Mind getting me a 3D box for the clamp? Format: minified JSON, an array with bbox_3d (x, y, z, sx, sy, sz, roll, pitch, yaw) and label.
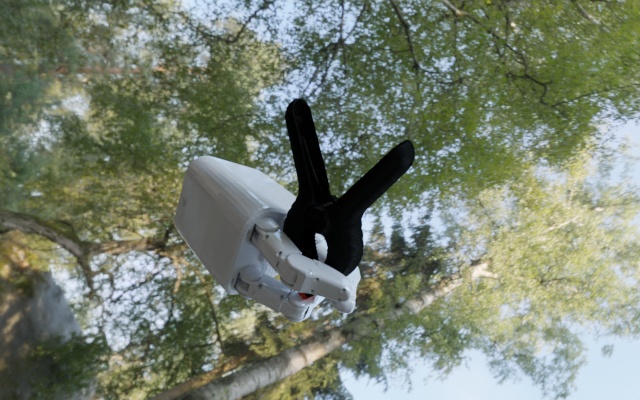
[{"bbox_3d":[0.001,0.001,0.405,0.039,0.171,0.120,-9,40,-46],"label":"clamp"}]
